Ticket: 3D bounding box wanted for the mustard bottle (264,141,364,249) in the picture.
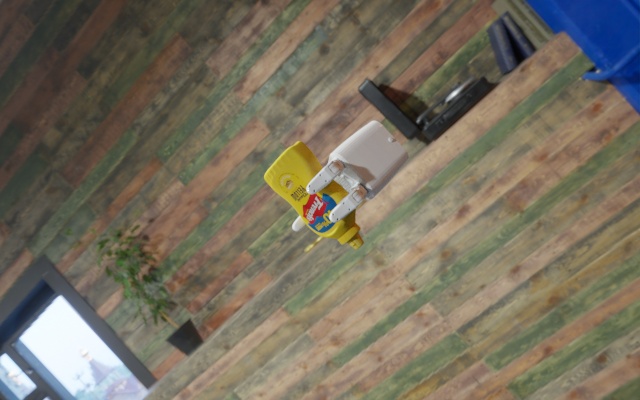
[{"bbox_3d":[0.000,0.003,0.771,0.096,0.191,0.058,-42,0,41],"label":"mustard bottle"}]
